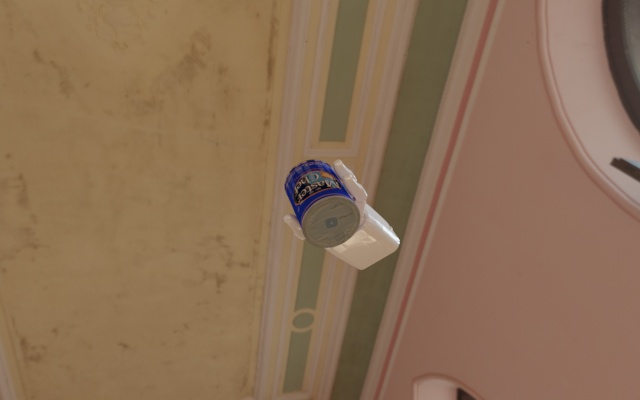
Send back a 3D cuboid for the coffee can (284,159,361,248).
[{"bbox_3d":[0.000,0.003,0.855,0.103,0.103,0.140,0,31,-19],"label":"coffee can"}]
